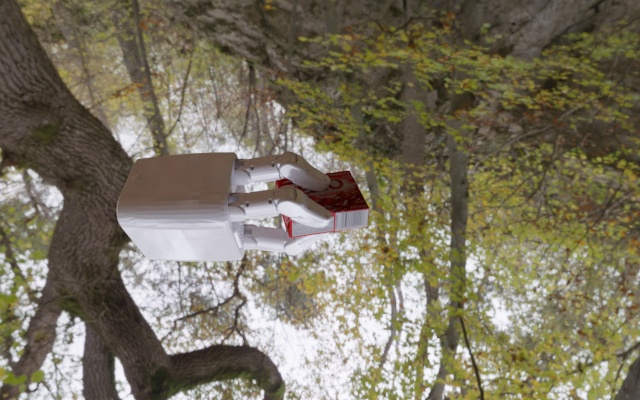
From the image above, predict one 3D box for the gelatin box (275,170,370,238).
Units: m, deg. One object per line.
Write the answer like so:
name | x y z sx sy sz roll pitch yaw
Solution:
gelatin box | 0.000 0.002 0.521 0.089 0.030 0.073 -7 38 -12
